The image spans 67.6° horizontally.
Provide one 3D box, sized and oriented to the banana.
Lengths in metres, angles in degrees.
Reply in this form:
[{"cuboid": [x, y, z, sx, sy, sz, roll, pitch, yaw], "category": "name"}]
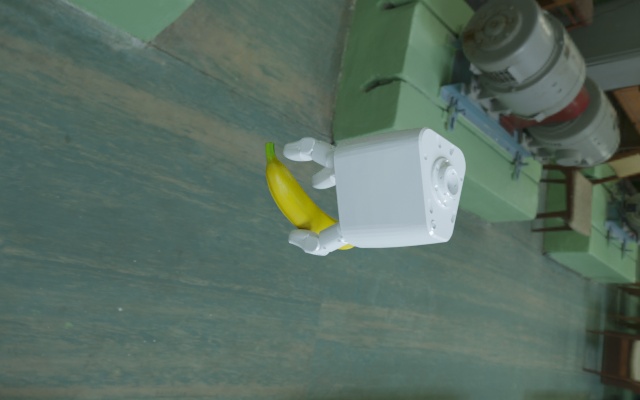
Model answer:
[{"cuboid": [-0.008, 0.014, 0.601, 0.037, 0.069, 0.198, -12, -48, 39], "category": "banana"}]
